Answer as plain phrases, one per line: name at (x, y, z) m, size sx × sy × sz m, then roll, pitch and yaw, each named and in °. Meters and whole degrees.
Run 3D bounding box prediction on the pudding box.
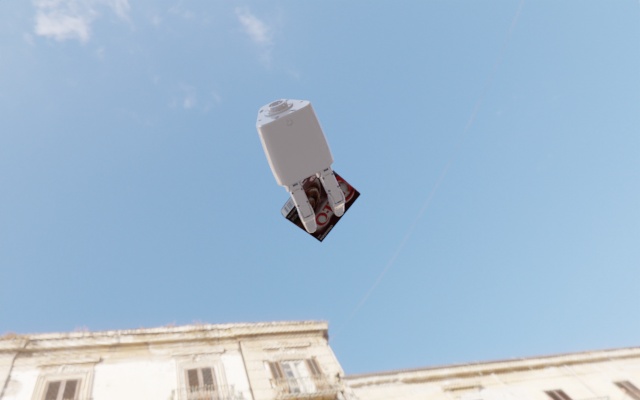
pudding box at (0.000, 0.003, 0.818) m, size 0.090 × 0.113 × 0.039 m, roll 37°, pitch 6°, yaw -31°
